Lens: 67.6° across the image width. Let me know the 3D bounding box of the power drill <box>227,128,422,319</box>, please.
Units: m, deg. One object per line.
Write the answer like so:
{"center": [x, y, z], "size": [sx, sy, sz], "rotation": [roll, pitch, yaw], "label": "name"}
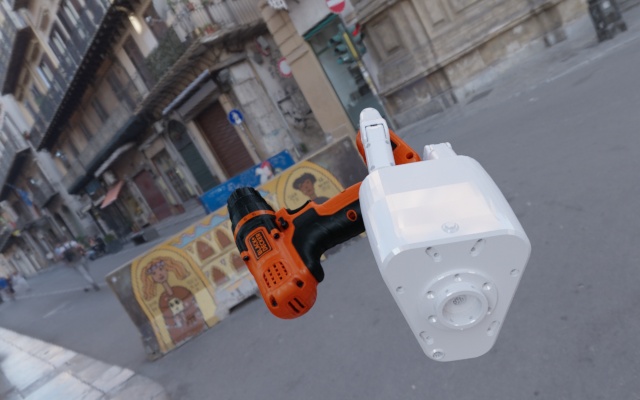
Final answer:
{"center": [0.001, 0.001, 0.464], "size": [0.057, 0.187, 0.184], "rotation": [52, 1, -41], "label": "power drill"}
